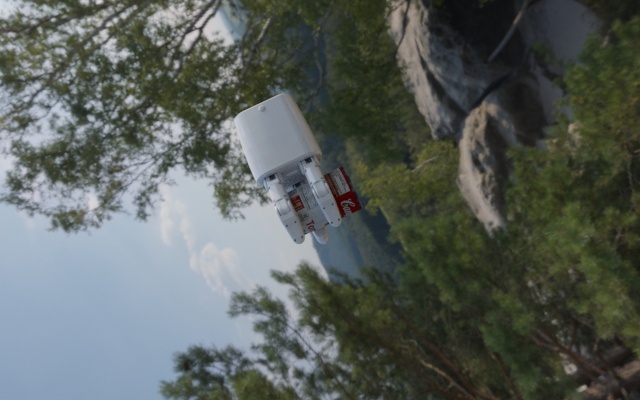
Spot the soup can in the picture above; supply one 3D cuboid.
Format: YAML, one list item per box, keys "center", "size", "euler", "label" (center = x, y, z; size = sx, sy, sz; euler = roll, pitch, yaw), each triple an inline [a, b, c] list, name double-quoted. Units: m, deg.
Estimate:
- center: [0.000, 0.003, 0.678]
  size: [0.102, 0.068, 0.068]
  euler: [-25, -1, 1]
  label: "soup can"
